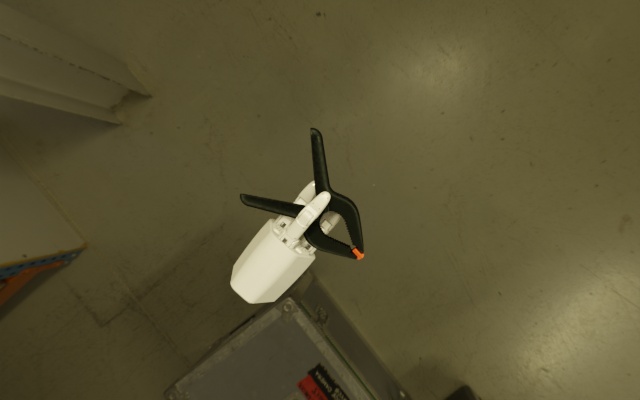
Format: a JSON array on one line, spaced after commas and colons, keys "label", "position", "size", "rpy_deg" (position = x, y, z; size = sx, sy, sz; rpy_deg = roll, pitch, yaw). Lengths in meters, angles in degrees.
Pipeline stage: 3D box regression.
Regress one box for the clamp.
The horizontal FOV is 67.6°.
[{"label": "clamp", "position": [0.000, 0.003, 0.743], "size": [0.210, 0.164, 0.036], "rpy_deg": [41, 6, 3]}]
